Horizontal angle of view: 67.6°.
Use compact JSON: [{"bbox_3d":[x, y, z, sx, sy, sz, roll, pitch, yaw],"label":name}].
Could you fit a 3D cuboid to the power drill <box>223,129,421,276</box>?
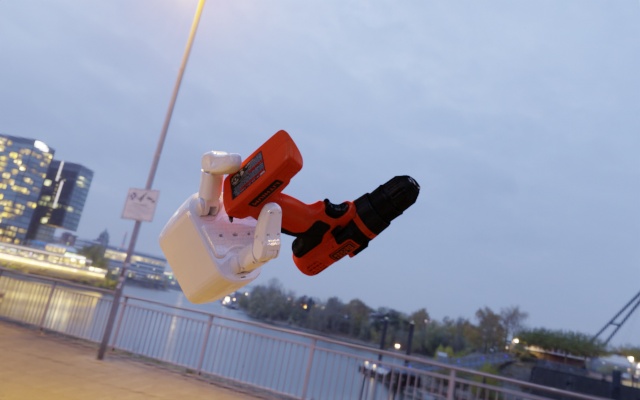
[{"bbox_3d":[0.000,0.002,0.540,0.184,0.057,0.188,-39,-49,19],"label":"power drill"}]
